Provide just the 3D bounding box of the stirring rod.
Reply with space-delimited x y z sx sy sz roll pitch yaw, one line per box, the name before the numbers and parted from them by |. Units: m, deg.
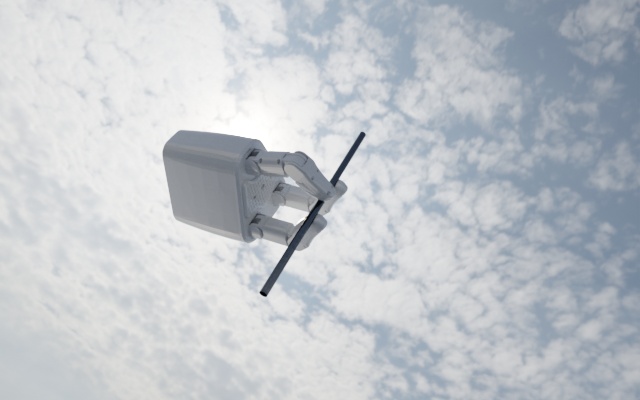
stirring rod | 0.000 0.002 0.489 0.011 0.011 0.239 0 42 34
